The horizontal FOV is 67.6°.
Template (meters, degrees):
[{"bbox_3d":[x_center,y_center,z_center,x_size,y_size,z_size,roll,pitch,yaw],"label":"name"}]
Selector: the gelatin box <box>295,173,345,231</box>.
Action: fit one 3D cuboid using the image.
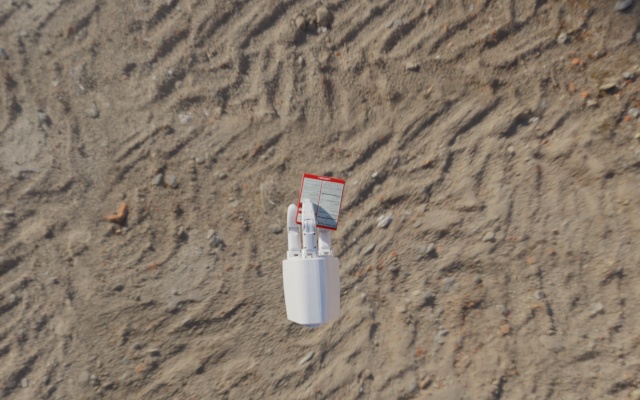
[{"bbox_3d":[0.000,0.002,0.821,0.073,0.089,0.030,9,-3,4],"label":"gelatin box"}]
